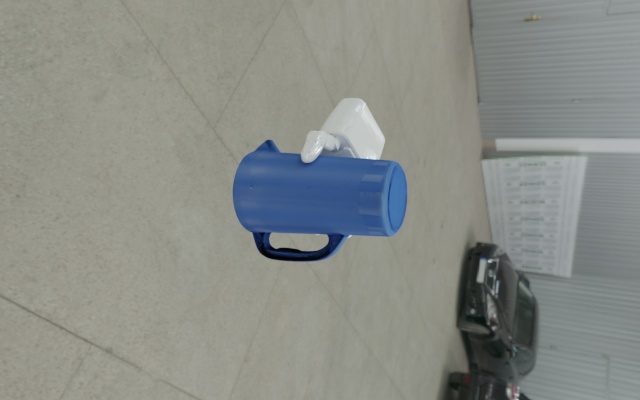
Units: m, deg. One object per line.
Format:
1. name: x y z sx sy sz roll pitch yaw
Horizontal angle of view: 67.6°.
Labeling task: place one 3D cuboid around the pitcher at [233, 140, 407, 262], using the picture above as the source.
1. pitcher: 0.000 0.002 0.721 0.243 0.149 0.145 4 44 26
